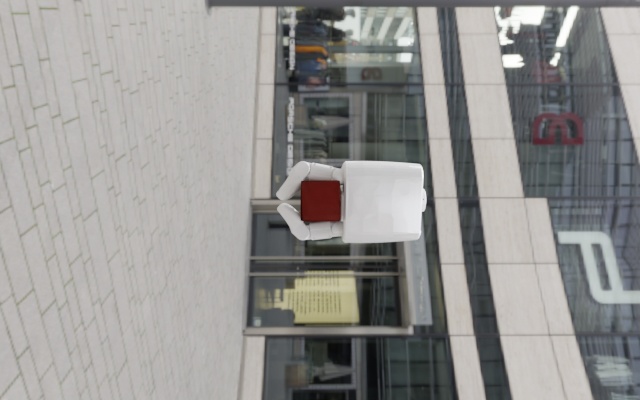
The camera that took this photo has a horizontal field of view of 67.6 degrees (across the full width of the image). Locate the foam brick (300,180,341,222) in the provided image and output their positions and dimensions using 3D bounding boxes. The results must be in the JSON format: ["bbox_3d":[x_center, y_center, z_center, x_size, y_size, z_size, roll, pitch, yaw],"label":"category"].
[{"bbox_3d":[0.000,0.002,0.637,0.051,0.053,0.078,0,-3,0],"label":"foam brick"}]
